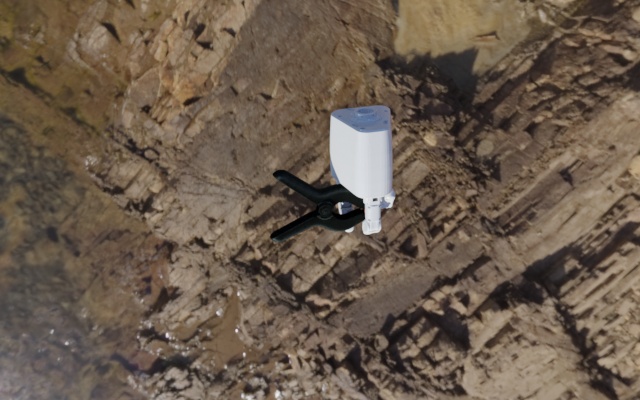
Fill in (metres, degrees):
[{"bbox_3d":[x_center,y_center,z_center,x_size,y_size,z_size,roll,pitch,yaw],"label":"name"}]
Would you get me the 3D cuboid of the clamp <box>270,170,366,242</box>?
[{"bbox_3d":[0.000,0.003,0.751,0.171,0.120,0.039,-8,30,-7],"label":"clamp"}]
